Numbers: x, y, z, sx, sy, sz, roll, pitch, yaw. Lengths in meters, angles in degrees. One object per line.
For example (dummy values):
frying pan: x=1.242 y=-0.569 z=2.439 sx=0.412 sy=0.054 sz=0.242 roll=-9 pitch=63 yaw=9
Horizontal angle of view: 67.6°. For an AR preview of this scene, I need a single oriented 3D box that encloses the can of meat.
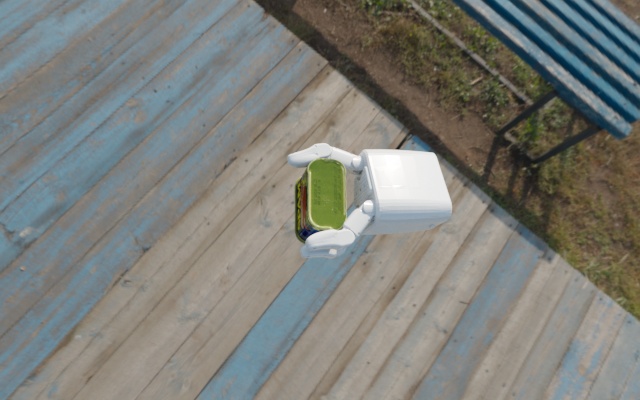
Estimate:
can of meat: x=0.000 y=0.002 z=0.643 sx=0.057 sy=0.102 sz=0.084 roll=3 pitch=-16 yaw=-12
